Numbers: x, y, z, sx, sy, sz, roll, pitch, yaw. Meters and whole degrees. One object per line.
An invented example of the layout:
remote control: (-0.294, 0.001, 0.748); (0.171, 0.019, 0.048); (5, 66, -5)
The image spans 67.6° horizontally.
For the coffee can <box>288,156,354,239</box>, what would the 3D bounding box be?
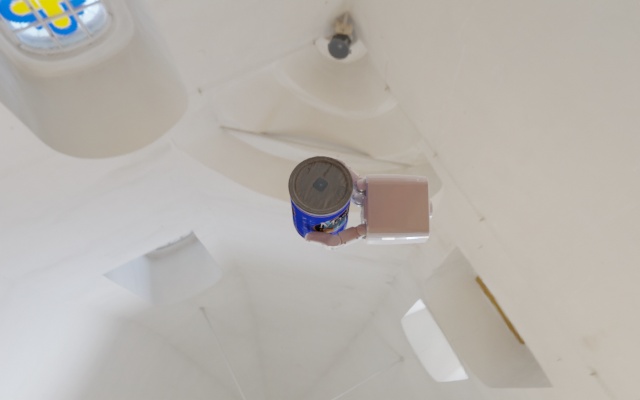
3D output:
coffee can: (0.000, 0.003, 0.811); (0.103, 0.102, 0.140); (0, -24, 0)
